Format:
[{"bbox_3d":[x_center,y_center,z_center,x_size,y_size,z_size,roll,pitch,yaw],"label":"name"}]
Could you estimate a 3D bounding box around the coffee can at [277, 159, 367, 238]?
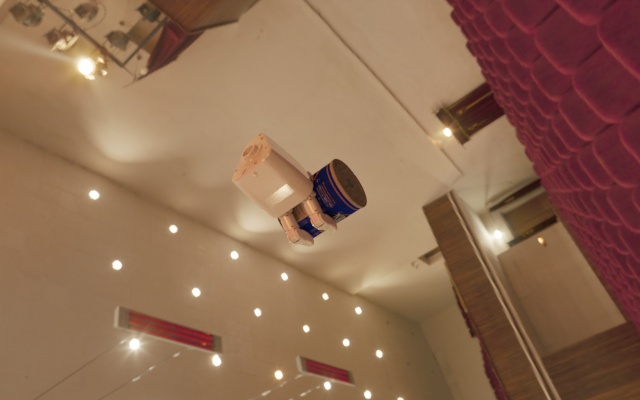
[{"bbox_3d":[0.000,0.003,0.887,0.140,0.102,0.103,-34,-14,22],"label":"coffee can"}]
